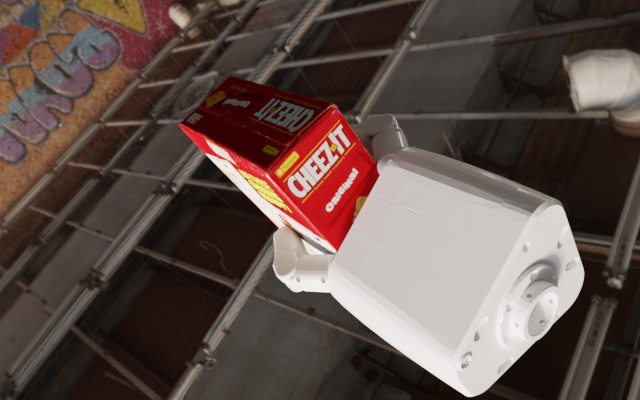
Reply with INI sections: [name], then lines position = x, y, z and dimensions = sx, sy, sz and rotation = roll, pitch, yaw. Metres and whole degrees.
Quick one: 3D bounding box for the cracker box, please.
[cracker box]
position = 0.000, 0.002, 0.408
dimensions = 0.164, 0.072, 0.214
rotation = 29, -17, 51
